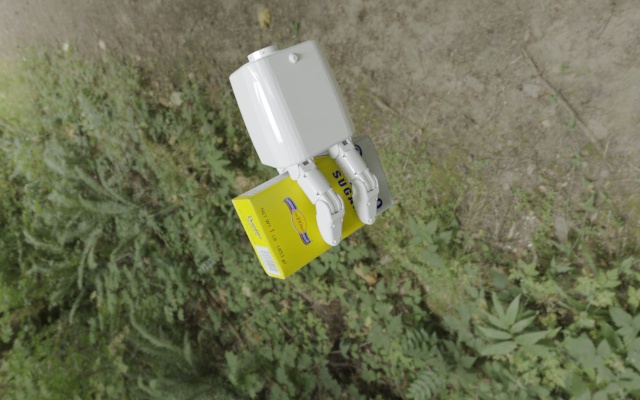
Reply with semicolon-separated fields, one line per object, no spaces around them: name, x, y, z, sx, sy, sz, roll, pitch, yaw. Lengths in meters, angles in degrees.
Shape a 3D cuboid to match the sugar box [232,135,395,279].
sugar box;0.000;0.002;0.528;0.176;0.093;0.048;-31;17;-30
